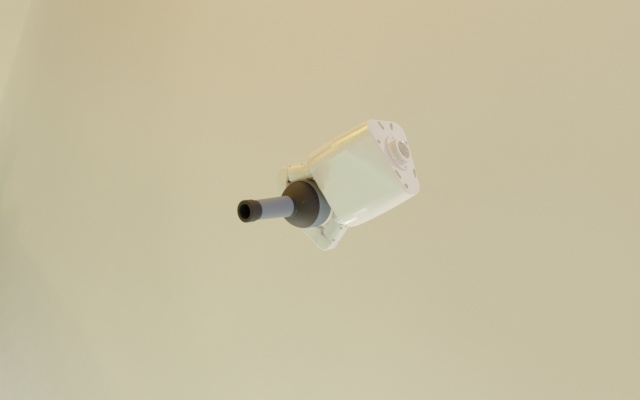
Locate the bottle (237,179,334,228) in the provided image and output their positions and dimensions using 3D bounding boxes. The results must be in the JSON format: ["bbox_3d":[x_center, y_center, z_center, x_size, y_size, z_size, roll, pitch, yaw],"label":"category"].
[{"bbox_3d":[0.000,0.002,0.682,0.069,0.069,0.295,0,4,38],"label":"bottle"}]
